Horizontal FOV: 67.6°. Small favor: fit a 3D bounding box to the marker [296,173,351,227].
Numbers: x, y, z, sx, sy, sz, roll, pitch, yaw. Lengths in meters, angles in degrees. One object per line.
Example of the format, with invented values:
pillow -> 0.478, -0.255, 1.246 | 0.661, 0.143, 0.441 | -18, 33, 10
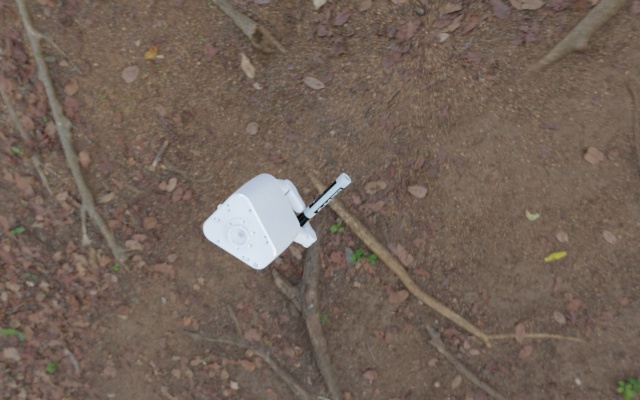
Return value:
marker -> 0.000, 0.002, 0.759 | 0.121, 0.020, 0.020 | -43, -20, 22
